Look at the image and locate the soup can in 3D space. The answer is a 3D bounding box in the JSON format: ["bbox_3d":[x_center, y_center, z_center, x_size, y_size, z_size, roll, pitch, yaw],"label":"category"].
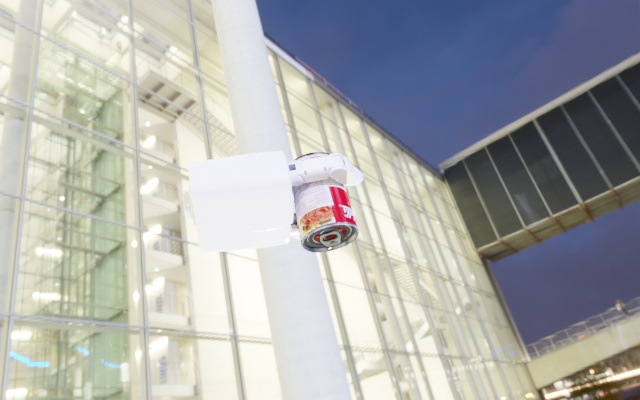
[{"bbox_3d":[0.001,0.001,0.570,0.068,0.102,0.068,-11,-29,-6],"label":"soup can"}]
